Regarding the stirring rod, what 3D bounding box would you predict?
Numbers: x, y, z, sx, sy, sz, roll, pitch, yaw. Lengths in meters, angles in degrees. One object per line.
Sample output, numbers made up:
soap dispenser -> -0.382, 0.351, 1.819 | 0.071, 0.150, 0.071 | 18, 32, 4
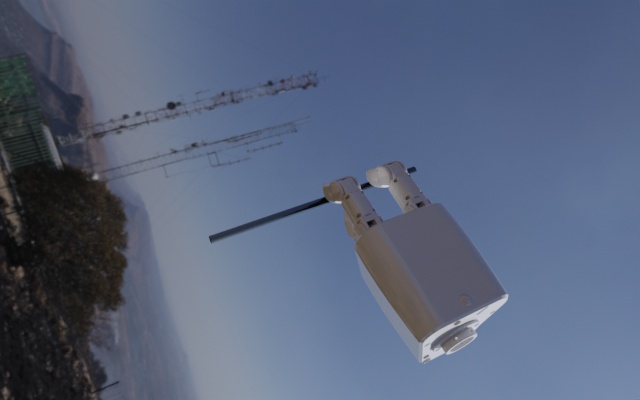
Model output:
stirring rod -> 0.000, 0.002, 0.503 | 0.239, 0.011, 0.011 | -19, 7, -20
